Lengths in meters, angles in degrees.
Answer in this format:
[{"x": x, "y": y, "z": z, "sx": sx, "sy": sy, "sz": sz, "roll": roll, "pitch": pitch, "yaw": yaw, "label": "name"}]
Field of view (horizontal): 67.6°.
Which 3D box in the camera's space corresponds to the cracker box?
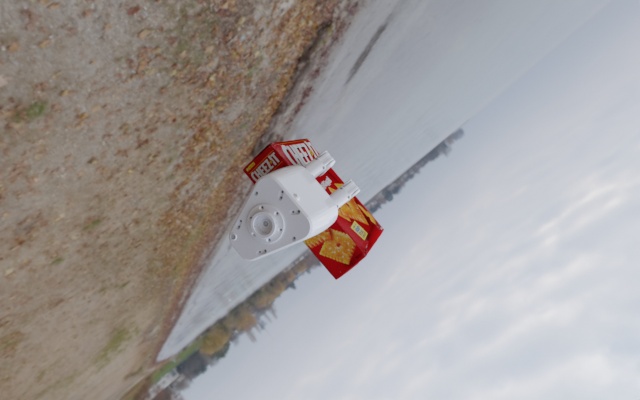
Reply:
[{"x": 0.000, "y": 0.003, "z": 0.757, "sx": 0.072, "sy": 0.213, "sz": 0.164, "roll": -41, "pitch": -4, "yaw": 19, "label": "cracker box"}]
